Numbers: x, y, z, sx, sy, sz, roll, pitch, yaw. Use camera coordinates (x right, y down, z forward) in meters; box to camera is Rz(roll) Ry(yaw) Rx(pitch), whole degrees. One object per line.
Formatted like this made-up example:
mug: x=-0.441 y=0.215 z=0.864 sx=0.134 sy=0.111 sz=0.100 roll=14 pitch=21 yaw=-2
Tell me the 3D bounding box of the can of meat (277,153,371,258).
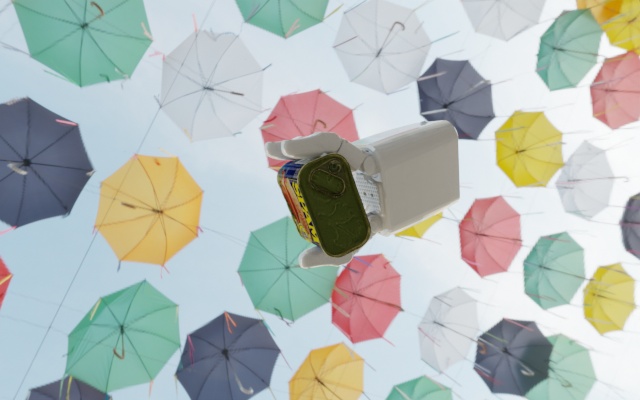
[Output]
can of meat: x=0.000 y=0.002 z=0.509 sx=0.057 sy=0.102 sz=0.084 roll=-25 pitch=14 yaw=-17
